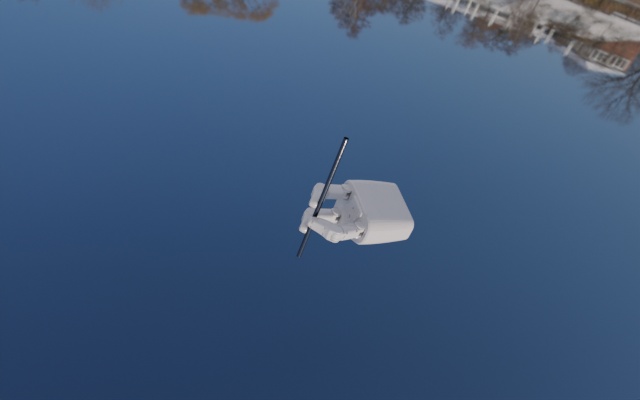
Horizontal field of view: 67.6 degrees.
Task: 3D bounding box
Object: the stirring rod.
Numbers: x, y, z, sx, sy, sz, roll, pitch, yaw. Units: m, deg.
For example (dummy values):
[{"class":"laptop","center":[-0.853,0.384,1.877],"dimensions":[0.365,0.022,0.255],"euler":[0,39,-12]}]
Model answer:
[{"class":"stirring rod","center":[0.000,0.002,0.772],"dimensions":[0.011,0.240,0.011],"euler":[16,32,-10]}]
